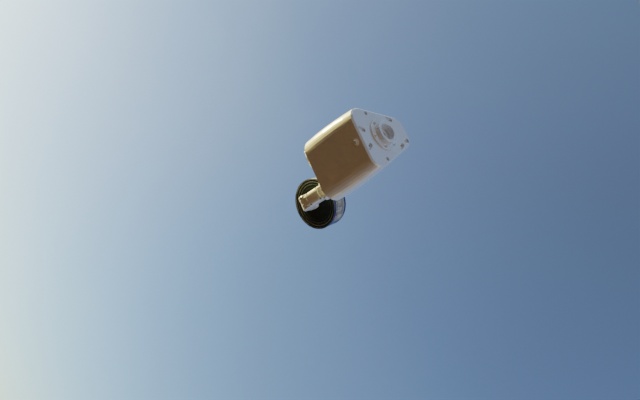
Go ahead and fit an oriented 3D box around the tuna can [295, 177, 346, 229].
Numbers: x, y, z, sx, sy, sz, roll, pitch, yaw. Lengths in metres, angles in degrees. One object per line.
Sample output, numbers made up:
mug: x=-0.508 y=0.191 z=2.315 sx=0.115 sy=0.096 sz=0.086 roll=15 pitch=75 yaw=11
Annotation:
tuna can: x=0.000 y=0.003 z=0.802 sx=0.086 sy=0.086 sz=0.033 roll=0 pitch=13 yaw=41
